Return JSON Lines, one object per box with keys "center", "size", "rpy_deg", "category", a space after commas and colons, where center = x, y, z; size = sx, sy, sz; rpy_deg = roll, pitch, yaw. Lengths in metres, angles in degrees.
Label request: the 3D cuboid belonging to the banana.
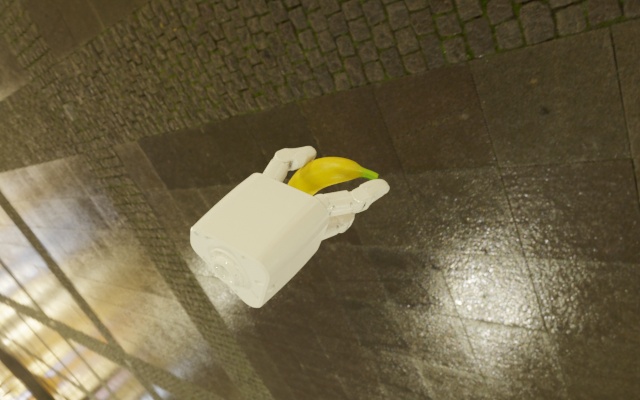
{"center": [-0.010, -0.013, 0.640], "size": [0.198, 0.069, 0.037], "rpy_deg": [-30, 13, 50], "category": "banana"}
